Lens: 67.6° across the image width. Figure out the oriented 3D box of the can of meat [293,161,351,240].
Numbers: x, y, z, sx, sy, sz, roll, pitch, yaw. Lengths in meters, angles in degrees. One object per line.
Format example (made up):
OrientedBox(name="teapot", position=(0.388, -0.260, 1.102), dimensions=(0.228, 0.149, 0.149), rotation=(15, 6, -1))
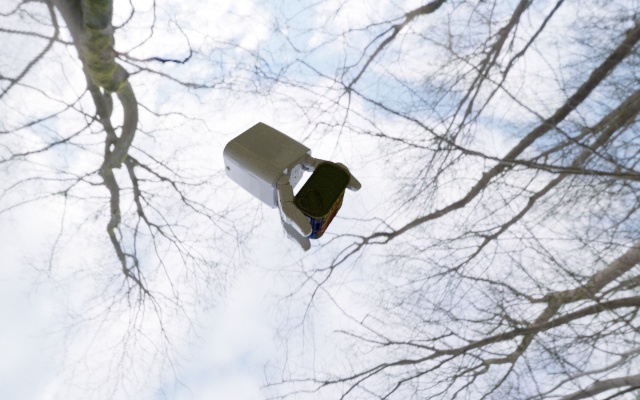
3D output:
OrientedBox(name="can of meat", position=(0.000, 0.003, 0.762), dimensions=(0.057, 0.102, 0.084), rotation=(29, -29, 12))
